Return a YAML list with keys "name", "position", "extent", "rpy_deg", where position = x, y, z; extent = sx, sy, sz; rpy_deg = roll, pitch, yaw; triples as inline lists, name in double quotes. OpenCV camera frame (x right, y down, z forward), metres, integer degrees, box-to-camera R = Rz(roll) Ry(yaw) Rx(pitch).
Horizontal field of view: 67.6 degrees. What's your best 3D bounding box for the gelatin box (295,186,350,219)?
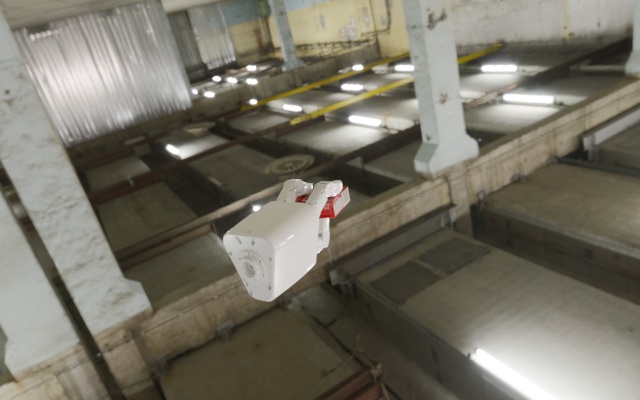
- name: "gelatin box"
  position: [0.000, 0.003, 0.780]
  extent: [0.073, 0.030, 0.089]
  rpy_deg: [-3, 17, 21]
